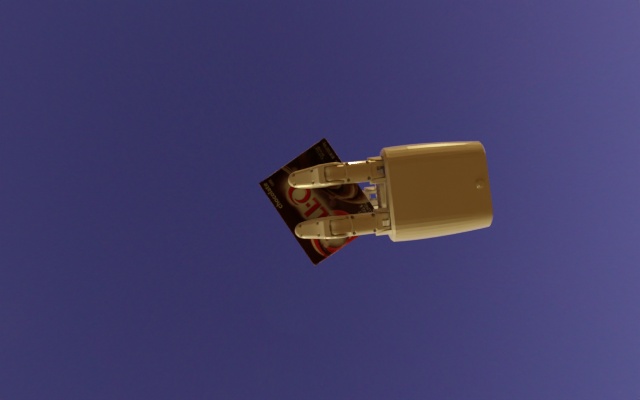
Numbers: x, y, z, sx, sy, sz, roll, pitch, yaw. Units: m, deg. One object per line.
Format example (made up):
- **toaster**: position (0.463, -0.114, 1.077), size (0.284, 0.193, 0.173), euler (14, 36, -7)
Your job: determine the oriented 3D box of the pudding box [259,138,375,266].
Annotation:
- **pudding box**: position (0.000, 0.002, 0.535), size (0.090, 0.113, 0.039), euler (-35, -2, 2)
